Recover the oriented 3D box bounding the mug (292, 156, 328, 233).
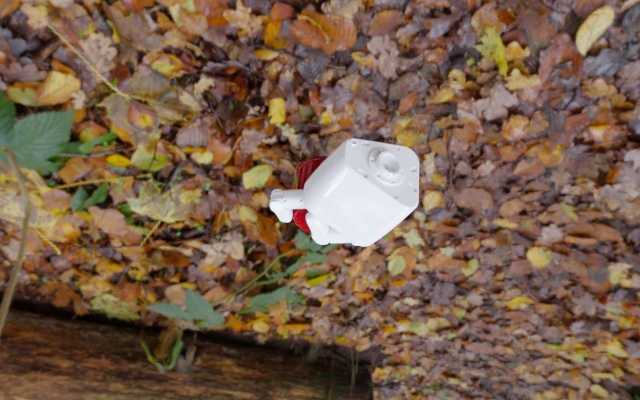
[{"bbox_3d":[-0.001,0.003,0.694,0.093,0.081,0.117,20,-35,-16],"label":"mug"}]
